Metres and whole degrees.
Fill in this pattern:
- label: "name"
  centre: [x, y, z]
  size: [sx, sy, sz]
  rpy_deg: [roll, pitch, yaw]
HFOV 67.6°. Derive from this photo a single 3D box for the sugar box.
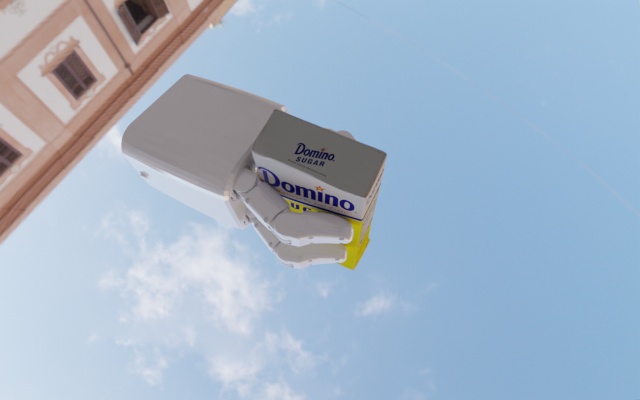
- label: "sugar box"
  centre: [0.000, 0.002, 0.414]
  size: [0.093, 0.048, 0.176]
  rpy_deg: [23, -19, 12]
